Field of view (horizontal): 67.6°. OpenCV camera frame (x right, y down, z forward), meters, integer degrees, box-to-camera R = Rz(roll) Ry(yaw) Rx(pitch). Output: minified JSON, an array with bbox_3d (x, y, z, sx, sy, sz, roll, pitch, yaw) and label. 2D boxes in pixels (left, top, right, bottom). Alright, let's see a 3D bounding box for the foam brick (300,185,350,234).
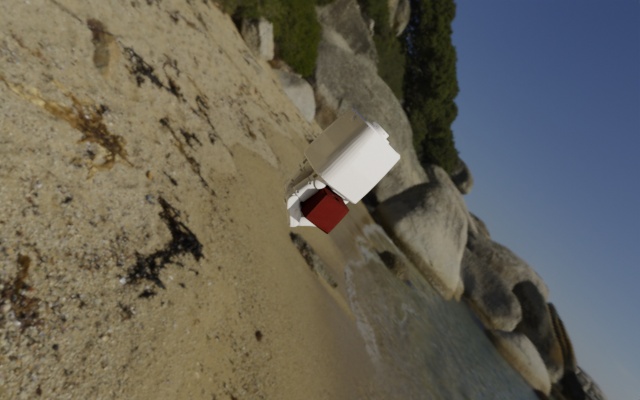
[{"bbox_3d":[0.000,0.003,0.743,0.053,0.051,0.078,37,14,-33],"label":"foam brick"}]
